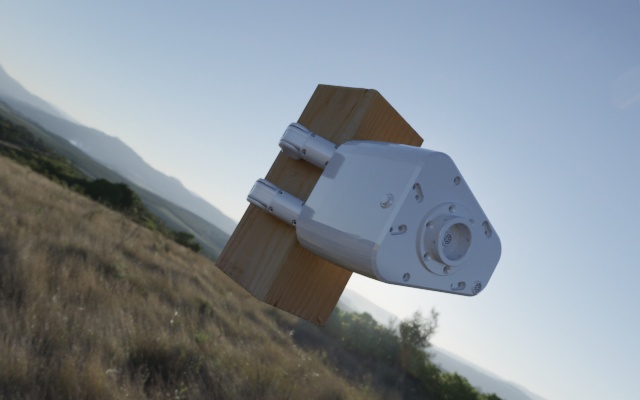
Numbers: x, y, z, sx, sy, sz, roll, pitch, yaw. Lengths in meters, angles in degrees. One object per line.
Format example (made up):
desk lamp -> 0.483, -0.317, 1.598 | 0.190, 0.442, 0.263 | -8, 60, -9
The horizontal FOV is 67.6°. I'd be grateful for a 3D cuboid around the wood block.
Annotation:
wood block -> 0.001, 0.002, 0.464 | 0.091, 0.206, 0.090 | 35, -8, -40
